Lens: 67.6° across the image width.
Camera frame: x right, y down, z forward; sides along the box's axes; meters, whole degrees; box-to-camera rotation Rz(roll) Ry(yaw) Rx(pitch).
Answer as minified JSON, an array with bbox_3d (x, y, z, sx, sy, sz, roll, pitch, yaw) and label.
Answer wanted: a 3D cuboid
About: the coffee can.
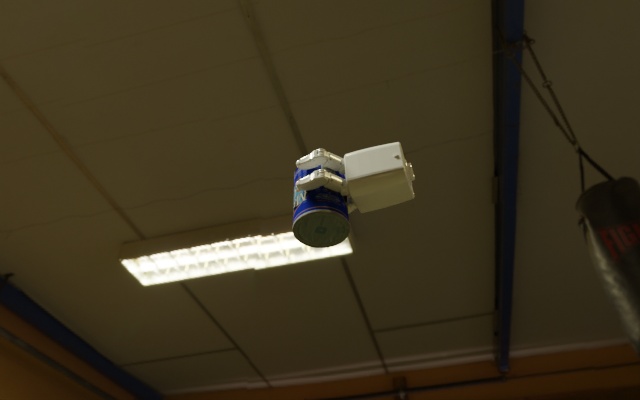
[{"bbox_3d":[0.000,0.003,0.892,0.103,0.140,0.103,-1,-42,-1],"label":"coffee can"}]
